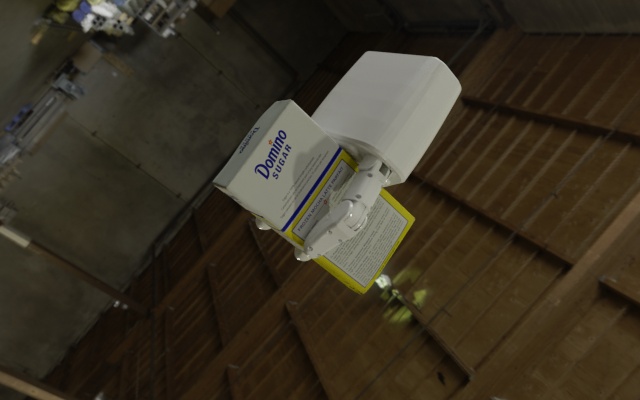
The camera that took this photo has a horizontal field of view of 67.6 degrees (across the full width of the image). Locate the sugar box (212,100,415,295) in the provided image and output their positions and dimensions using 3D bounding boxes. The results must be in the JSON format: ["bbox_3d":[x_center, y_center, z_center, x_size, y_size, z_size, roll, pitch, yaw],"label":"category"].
[{"bbox_3d":[0.000,0.001,0.435,0.176,0.093,0.048,41,-12,-26],"label":"sugar box"}]
